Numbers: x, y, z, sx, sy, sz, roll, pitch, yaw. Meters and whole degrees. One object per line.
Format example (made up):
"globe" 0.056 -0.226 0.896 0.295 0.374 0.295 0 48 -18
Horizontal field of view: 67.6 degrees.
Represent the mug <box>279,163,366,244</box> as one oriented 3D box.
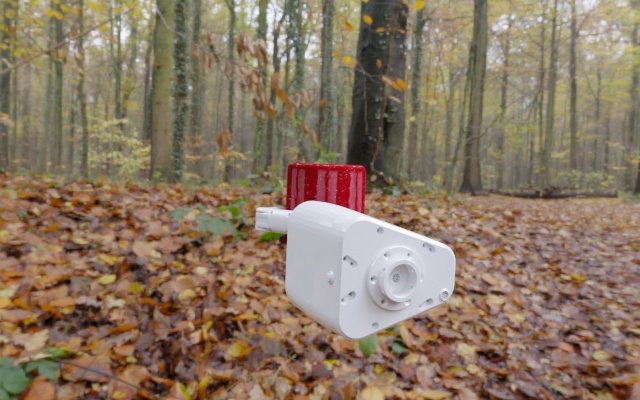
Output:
"mug" 0.000 0.001 0.509 0.093 0.081 0.117 0 5 -24
